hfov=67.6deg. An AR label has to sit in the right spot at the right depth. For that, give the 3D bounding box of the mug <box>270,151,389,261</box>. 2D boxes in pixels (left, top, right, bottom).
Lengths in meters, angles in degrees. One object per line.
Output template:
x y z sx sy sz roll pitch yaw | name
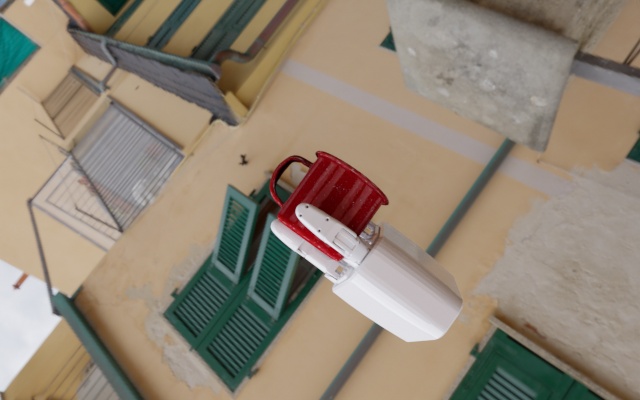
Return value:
-0.001 0.001 0.494 0.117 0.081 0.093 36 -6 3 | mug
